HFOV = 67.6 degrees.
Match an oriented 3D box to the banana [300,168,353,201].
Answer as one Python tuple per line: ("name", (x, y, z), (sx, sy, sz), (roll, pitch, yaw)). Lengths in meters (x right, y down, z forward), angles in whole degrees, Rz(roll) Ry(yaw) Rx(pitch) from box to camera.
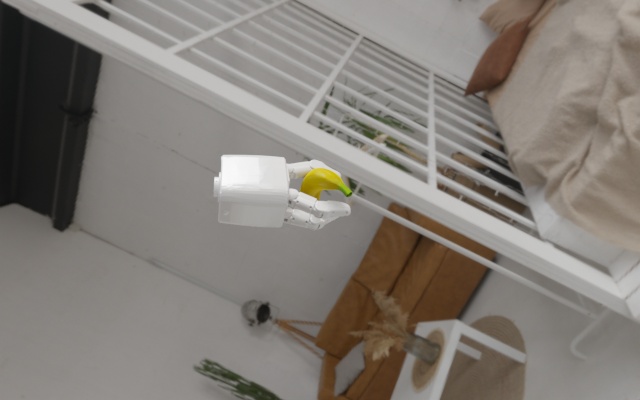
("banana", (-0.006, -0.015, 0.816), (0.037, 0.069, 0.198), (-21, -4, -20))
